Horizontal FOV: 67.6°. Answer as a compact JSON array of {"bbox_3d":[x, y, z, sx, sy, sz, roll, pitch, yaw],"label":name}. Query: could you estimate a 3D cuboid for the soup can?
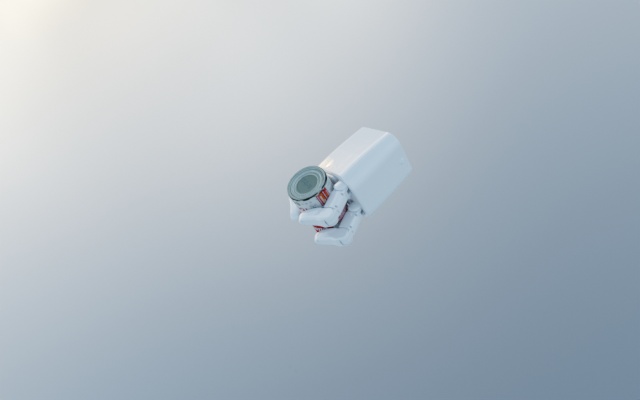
[{"bbox_3d":[0.000,0.003,0.748,0.068,0.068,0.102,0,-36,32],"label":"soup can"}]
